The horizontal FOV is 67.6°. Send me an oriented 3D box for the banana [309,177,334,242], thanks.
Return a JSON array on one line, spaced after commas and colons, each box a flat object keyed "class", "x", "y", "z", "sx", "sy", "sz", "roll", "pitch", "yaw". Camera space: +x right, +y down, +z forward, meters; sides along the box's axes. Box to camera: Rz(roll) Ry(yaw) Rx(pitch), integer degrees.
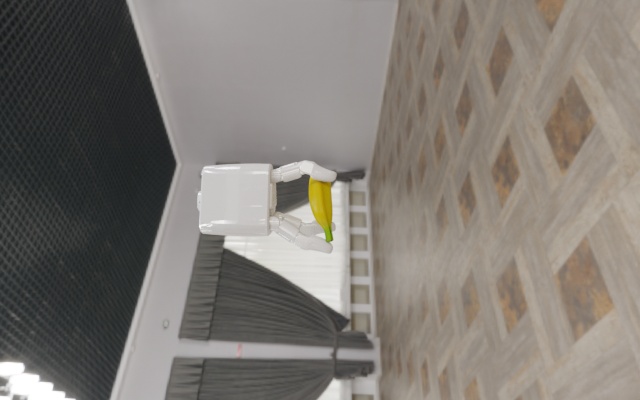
[{"class": "banana", "x": 0.000, "y": -0.012, "z": 0.790, "sx": 0.037, "sy": 0.070, "sz": 0.197, "roll": -2, "pitch": 29, "yaw": 0}]
